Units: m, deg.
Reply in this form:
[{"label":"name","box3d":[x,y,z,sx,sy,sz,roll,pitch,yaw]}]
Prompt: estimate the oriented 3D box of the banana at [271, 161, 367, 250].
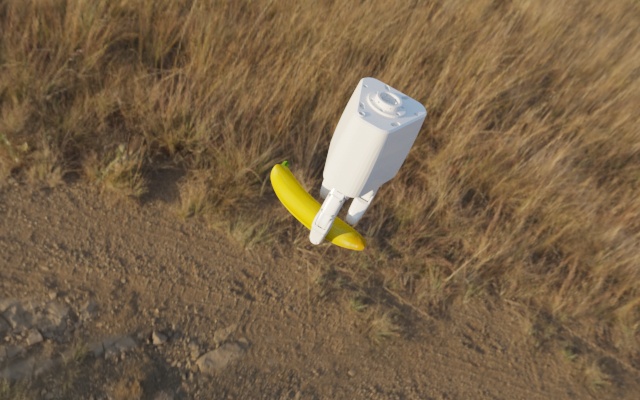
[{"label":"banana","box3d":[-0.015,0.005,0.689,0.069,0.037,0.197,-19,56,-40]}]
